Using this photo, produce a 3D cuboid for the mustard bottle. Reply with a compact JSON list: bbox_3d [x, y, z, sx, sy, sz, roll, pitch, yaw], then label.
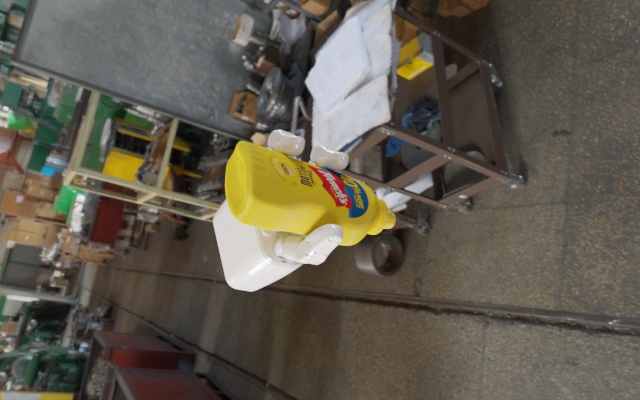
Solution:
[{"bbox_3d":[0.000,0.001,0.498,0.192,0.058,0.096,16,32,-29],"label":"mustard bottle"}]
